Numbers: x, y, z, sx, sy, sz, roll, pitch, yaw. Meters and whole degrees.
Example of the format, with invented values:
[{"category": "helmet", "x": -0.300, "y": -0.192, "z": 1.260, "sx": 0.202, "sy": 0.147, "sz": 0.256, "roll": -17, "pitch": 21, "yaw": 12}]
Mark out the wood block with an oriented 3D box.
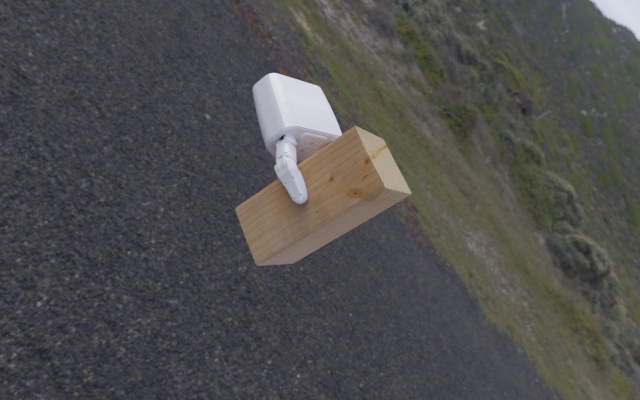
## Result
[{"category": "wood block", "x": 0.000, "y": 0.002, "z": 0.634, "sx": 0.206, "sy": 0.090, "sz": 0.091, "roll": -33, "pitch": -20, "yaw": 24}]
